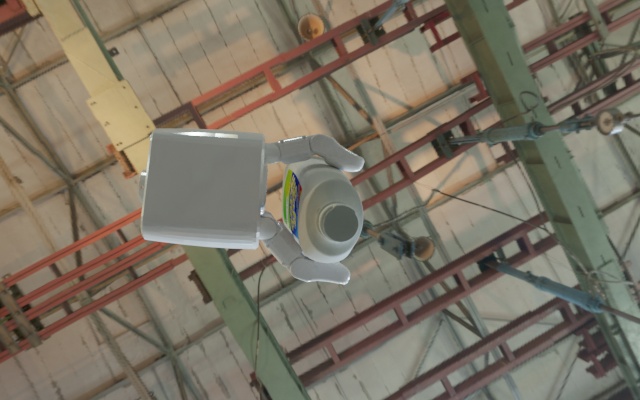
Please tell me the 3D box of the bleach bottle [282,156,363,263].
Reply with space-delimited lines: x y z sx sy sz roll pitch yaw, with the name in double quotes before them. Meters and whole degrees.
"bleach bottle" 0.000 0.002 0.491 0.068 0.102 0.251 4 3 -8
